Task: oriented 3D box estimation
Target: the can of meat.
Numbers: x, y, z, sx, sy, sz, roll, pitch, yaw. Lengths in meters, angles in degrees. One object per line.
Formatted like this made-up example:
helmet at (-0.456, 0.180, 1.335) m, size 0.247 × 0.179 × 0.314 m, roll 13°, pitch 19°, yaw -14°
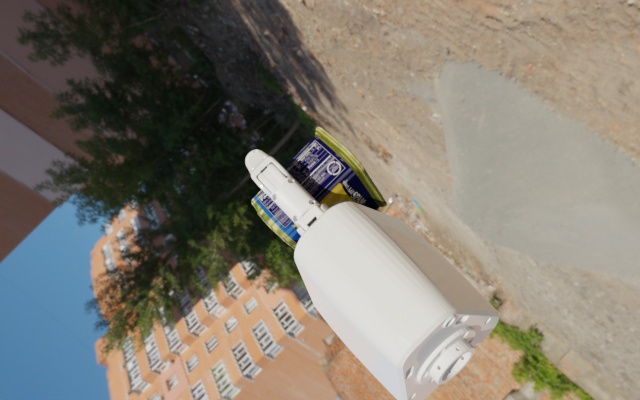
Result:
can of meat at (0.000, 0.001, 0.408) m, size 0.057 × 0.084 × 0.102 m, roll 44°, pitch -1°, yaw 32°
